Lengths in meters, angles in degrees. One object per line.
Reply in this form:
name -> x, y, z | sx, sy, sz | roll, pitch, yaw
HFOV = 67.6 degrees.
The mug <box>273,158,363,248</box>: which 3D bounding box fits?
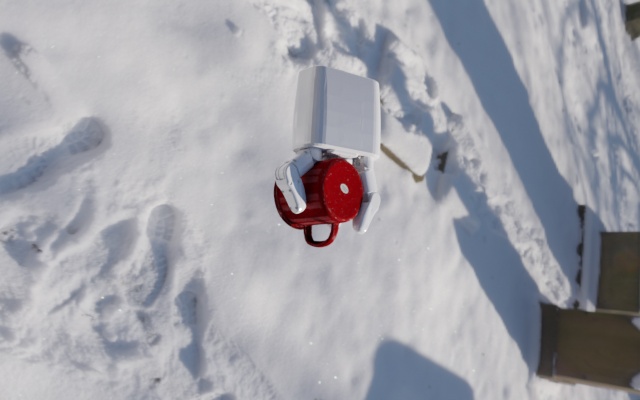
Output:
mug -> 0.000, 0.003, 0.616 | 0.081, 0.117, 0.093 | -6, -11, 44
